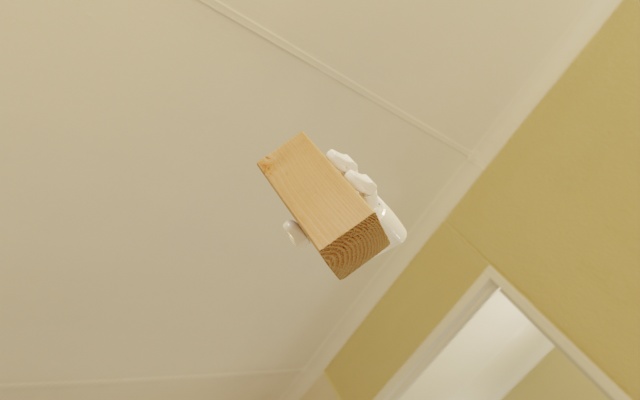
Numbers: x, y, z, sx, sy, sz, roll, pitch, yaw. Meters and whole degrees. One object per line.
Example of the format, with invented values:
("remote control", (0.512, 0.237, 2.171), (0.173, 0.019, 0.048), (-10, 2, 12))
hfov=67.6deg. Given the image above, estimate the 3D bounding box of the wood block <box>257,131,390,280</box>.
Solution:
("wood block", (0.000, 0.003, 0.703), (0.091, 0.206, 0.090), (-36, -41, -3))
